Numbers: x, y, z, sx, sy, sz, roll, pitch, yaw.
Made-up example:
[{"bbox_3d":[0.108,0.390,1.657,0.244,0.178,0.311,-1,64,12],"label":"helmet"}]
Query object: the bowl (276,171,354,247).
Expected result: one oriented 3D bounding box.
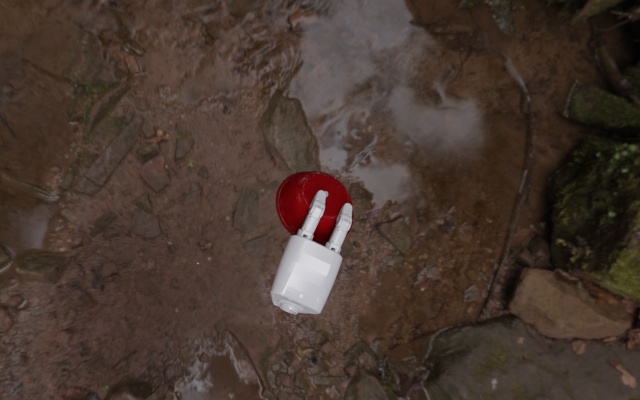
[{"bbox_3d":[0.000,0.002,0.898,0.162,0.162,0.055,0,-27,-25],"label":"bowl"}]
